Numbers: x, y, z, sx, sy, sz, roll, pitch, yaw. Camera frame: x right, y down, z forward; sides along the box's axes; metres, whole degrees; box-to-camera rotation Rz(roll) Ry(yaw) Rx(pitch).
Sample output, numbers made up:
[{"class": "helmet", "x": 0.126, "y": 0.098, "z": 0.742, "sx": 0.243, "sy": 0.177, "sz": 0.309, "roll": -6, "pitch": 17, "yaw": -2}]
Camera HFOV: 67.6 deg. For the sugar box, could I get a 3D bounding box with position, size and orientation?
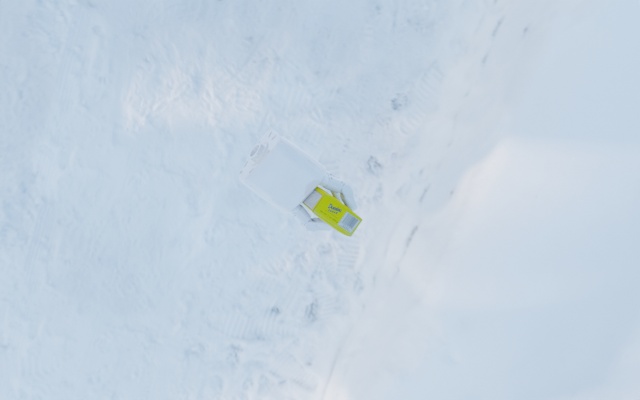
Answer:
[{"class": "sugar box", "x": 0.000, "y": 0.002, "z": 0.893, "sx": 0.093, "sy": 0.048, "sz": 0.176, "roll": 35, "pitch": 4, "yaw": -27}]
